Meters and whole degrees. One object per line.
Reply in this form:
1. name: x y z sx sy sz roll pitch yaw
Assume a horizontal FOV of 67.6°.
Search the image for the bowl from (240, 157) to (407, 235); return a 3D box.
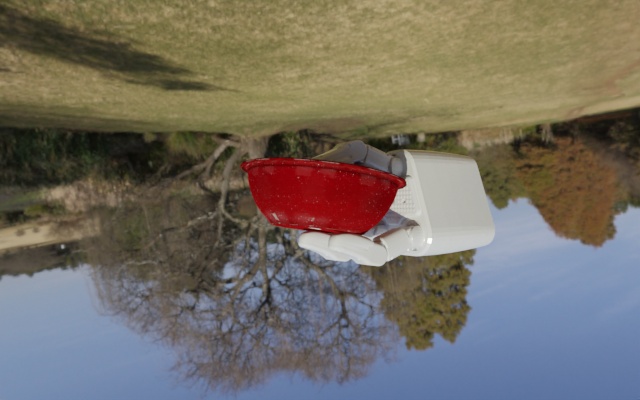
1. bowl: -0.001 0.002 0.464 0.162 0.055 0.162 7 -6 1
